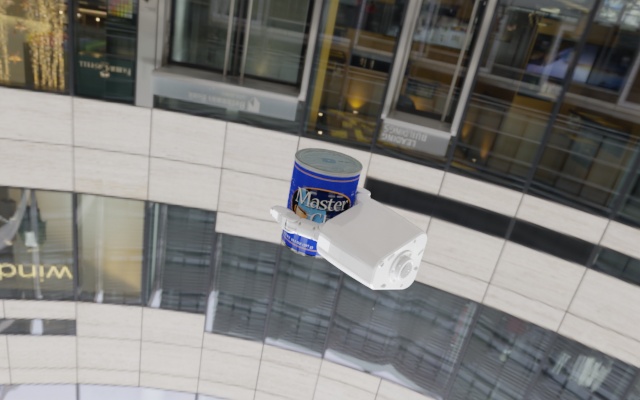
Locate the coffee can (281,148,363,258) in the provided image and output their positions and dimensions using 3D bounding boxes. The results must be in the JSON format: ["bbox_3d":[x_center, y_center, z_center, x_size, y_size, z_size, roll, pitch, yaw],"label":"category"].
[{"bbox_3d":[0.000,0.002,0.734,0.103,0.140,0.102,10,23,-4],"label":"coffee can"}]
